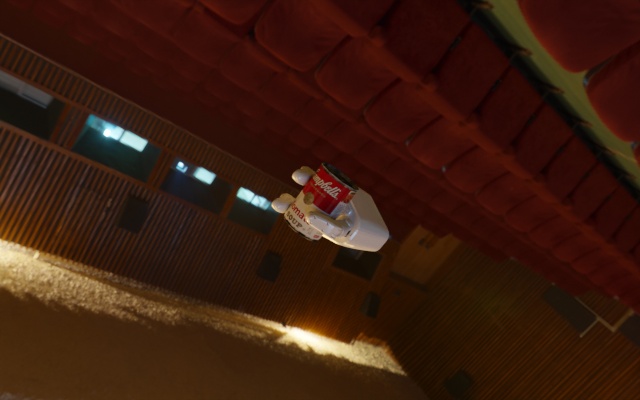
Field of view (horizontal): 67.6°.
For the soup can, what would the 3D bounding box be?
[{"bbox_3d":[0.000,0.003,0.719,0.068,0.102,0.068,35,14,-10],"label":"soup can"}]
